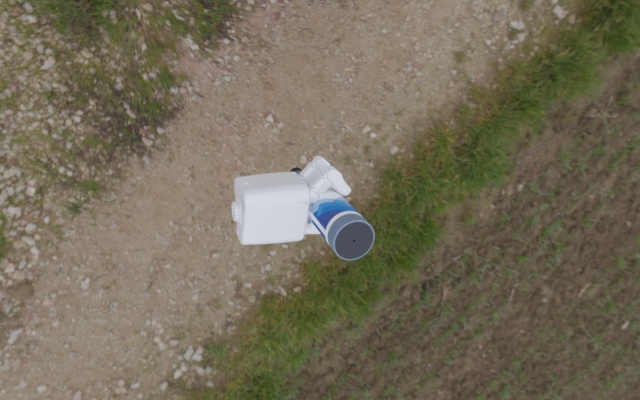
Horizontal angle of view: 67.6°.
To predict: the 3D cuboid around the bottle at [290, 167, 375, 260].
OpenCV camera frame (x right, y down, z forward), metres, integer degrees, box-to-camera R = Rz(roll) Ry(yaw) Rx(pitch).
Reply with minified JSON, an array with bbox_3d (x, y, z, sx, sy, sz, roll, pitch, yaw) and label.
[{"bbox_3d":[0.000,0.003,0.825,0.069,0.069,0.295,0,23,-21],"label":"bottle"}]
